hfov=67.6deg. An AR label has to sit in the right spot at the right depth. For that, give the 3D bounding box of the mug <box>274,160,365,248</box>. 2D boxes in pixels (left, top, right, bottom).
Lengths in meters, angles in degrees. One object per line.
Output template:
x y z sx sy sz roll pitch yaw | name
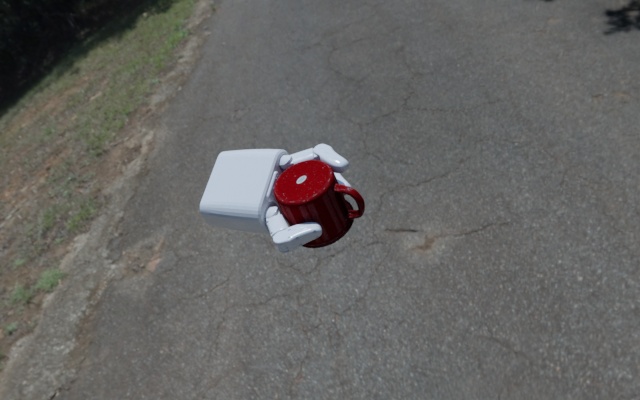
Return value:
0.001 0.002 0.620 0.117 0.093 0.082 2 -42 27 | mug
